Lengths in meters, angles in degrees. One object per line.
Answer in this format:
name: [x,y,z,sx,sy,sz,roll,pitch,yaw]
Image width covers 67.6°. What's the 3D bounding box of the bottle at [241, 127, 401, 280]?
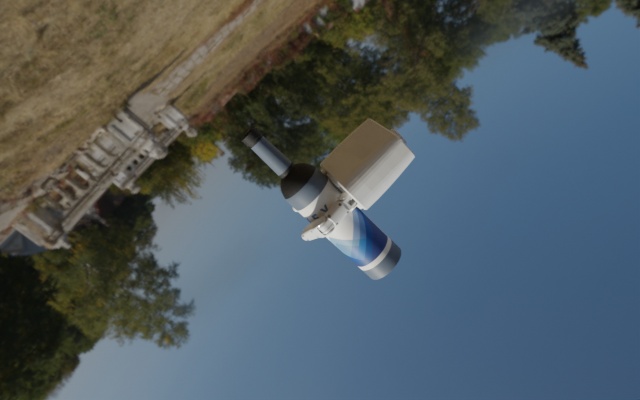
bottle: [0.000,0.003,0.714,0.296,0.069,0.069,43,-15,-17]
